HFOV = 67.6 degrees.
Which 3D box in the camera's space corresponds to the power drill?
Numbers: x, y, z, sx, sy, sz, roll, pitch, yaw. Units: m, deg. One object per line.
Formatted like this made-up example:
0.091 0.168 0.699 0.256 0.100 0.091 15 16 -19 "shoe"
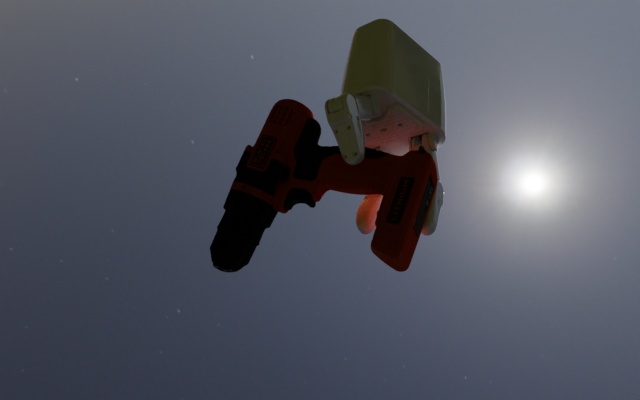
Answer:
0.001 0.001 0.444 0.187 0.184 0.057 17 -12 23 "power drill"
